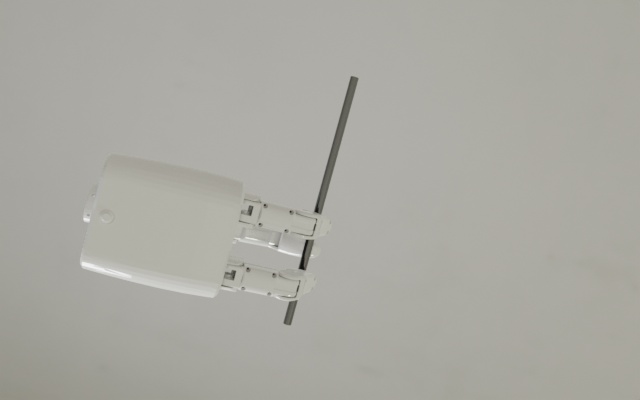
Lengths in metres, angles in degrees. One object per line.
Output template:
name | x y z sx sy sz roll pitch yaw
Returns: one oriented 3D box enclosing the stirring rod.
stirring rod | 0.000 0.001 0.449 0.011 0.239 0.011 15 2 -1
